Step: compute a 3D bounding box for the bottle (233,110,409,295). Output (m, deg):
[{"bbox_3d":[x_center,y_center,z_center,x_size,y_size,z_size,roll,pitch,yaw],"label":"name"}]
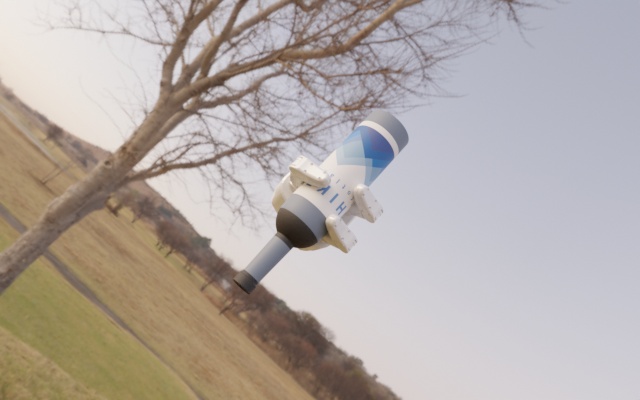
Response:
[{"bbox_3d":[0.000,0.002,0.618,0.295,0.069,0.069,-47,18,-18],"label":"bottle"}]
